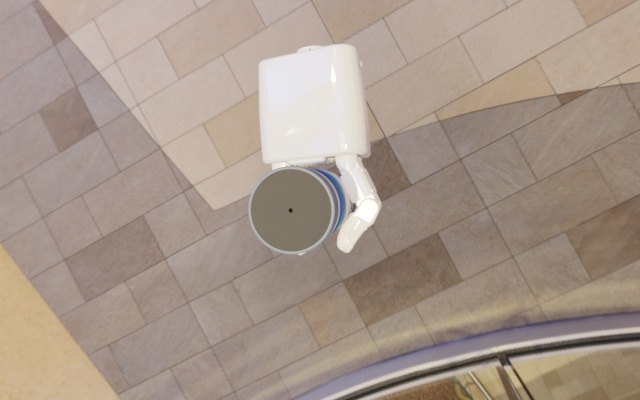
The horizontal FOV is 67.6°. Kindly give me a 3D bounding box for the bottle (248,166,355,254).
[{"bbox_3d":[0.000,0.002,0.500,0.069,0.069,0.295,0,2,9],"label":"bottle"}]
